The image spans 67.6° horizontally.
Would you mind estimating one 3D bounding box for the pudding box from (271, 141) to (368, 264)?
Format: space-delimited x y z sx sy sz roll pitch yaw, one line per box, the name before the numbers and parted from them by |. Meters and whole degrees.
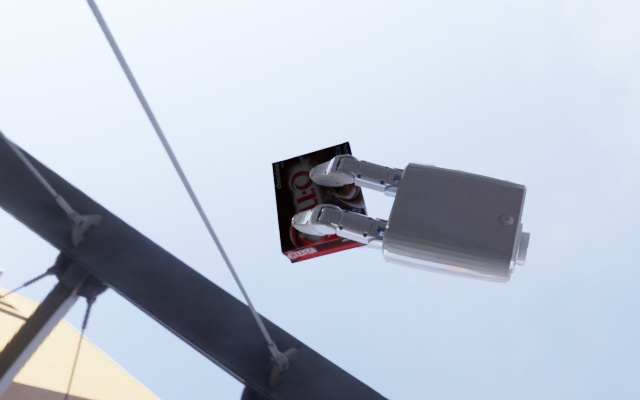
pudding box | 0.000 0.002 0.501 0.090 0.113 0.039 -15 -33 8
